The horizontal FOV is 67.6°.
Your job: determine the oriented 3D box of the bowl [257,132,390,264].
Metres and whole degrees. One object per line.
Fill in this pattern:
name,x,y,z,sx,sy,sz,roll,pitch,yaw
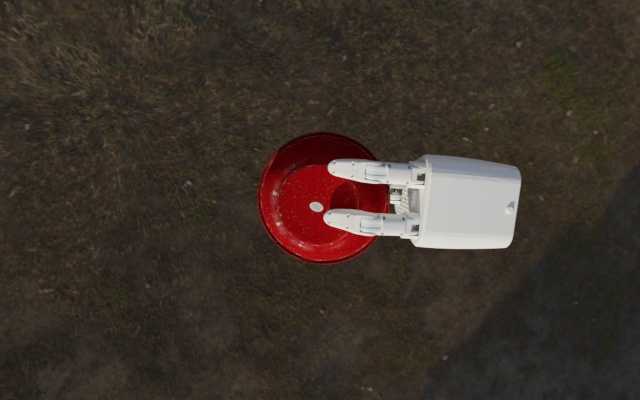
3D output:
bowl,-0.001,0.002,0.552,0.162,0.162,0.055,0,8,6
